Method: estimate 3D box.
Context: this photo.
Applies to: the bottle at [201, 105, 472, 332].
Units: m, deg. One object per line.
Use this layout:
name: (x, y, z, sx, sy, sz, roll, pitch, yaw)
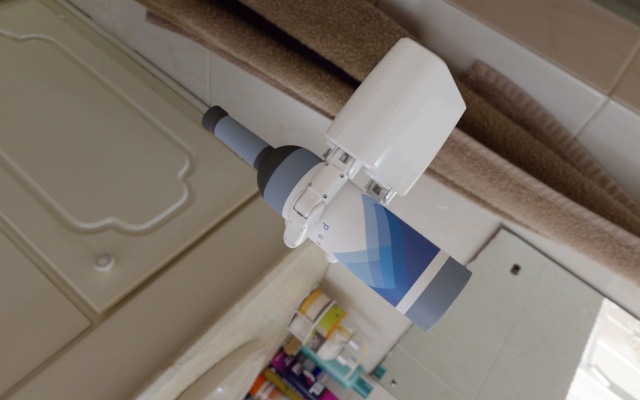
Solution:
bottle: (0.000, 0.002, 0.453, 0.295, 0.069, 0.069, 38, 11, 14)
